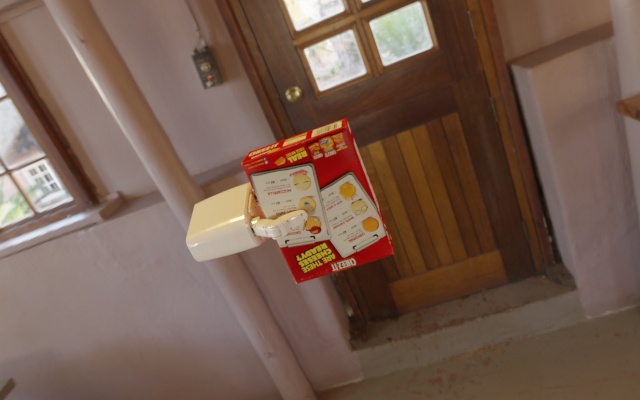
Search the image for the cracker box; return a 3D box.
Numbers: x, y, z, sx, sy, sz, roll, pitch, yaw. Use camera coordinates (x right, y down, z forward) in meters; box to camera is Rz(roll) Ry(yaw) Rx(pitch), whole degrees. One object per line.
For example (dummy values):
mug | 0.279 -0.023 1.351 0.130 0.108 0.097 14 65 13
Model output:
cracker box | 0.000 0.002 0.728 0.164 0.214 0.072 -18 21 11
